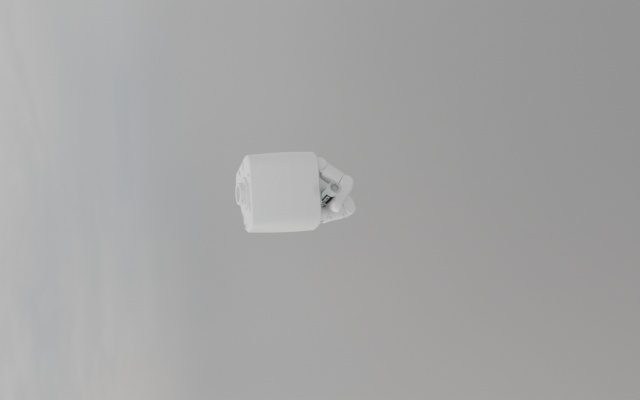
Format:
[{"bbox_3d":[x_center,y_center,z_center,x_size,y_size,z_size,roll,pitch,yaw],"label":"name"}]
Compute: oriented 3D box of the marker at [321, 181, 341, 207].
[{"bbox_3d":[0.000,0.002,0.726,0.020,0.020,0.121,0,-20,-21],"label":"marker"}]
